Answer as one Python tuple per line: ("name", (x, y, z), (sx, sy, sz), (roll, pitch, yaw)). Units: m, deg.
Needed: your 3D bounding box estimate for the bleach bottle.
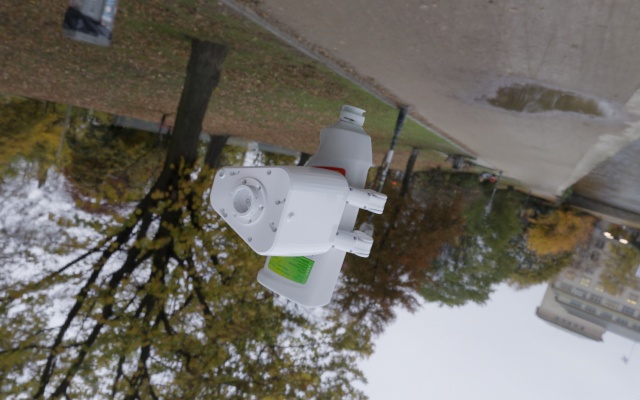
("bleach bottle", (0.000, 0.002, 0.611), (0.102, 0.251, 0.068), (21, 9, 32))
